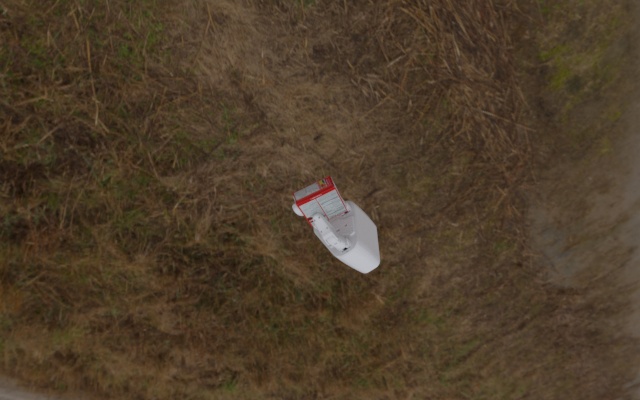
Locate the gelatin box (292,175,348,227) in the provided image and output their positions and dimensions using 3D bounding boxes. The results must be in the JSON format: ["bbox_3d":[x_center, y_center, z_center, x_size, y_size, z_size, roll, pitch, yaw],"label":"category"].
[{"bbox_3d":[0.000,0.003,0.841,0.073,0.030,0.089,-25,-35,5],"label":"gelatin box"}]
